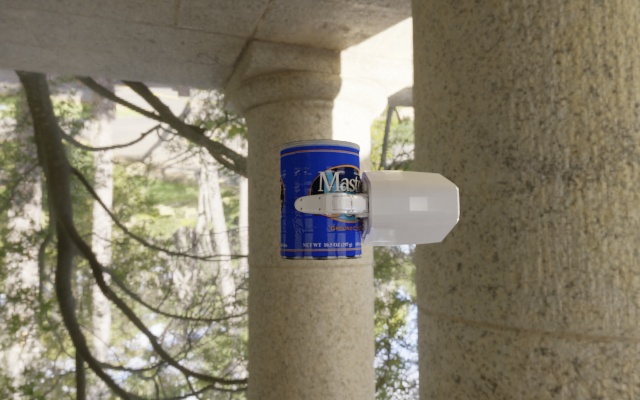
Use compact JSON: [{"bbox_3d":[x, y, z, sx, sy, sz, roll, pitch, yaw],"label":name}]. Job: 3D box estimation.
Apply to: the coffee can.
[{"bbox_3d":[0.000,0.002,0.600,0.103,0.140,0.103,-1,-4,0],"label":"coffee can"}]
